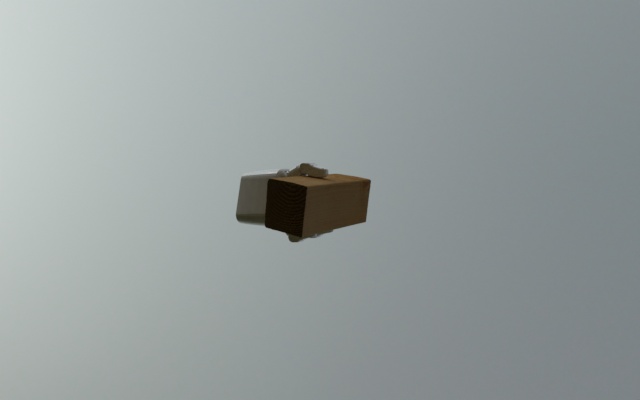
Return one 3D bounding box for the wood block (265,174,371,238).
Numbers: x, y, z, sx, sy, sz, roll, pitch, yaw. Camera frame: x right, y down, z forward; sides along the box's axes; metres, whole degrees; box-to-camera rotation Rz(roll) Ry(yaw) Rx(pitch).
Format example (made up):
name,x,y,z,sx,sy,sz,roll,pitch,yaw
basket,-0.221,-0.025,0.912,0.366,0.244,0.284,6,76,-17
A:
name,x,y,z,sx,sy,sz,roll,pitch,yaw
wood block,0.000,0.003,0.895,0.090,0.091,0.206,13,13,35
